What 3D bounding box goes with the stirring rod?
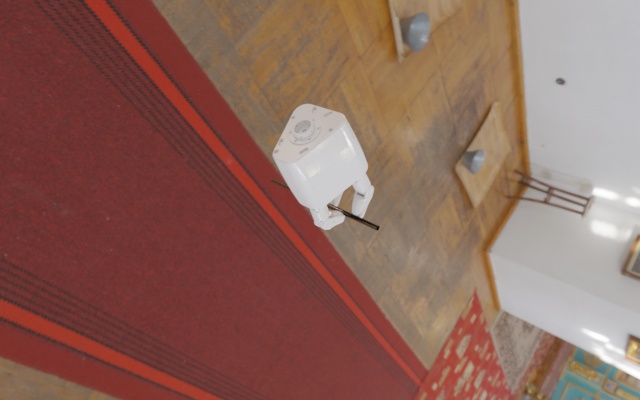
[{"bbox_3d":[0.000,0.003,0.808,0.239,0.011,0.011,24,15,36],"label":"stirring rod"}]
